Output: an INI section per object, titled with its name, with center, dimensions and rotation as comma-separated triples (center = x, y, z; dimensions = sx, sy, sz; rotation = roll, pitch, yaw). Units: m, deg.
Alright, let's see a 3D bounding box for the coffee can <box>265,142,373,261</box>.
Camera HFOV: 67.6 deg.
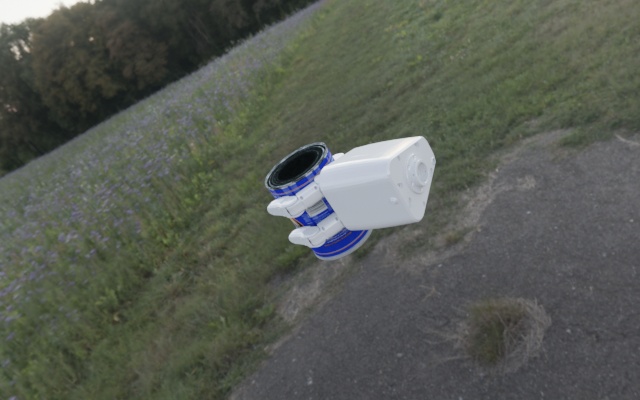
[coffee can]
center = 0.000, 0.002, 0.693
dimensions = 0.103, 0.140, 0.102
rotation = -27, 27, 15
